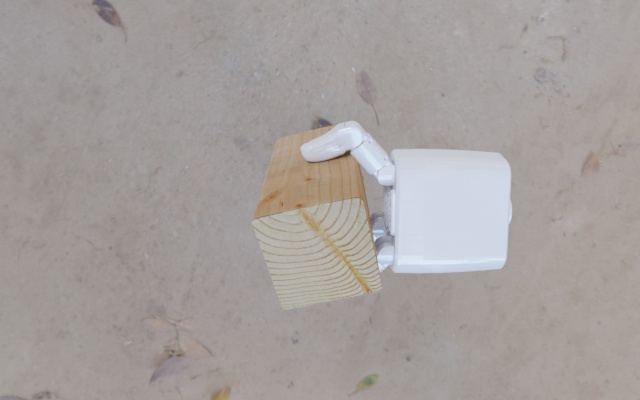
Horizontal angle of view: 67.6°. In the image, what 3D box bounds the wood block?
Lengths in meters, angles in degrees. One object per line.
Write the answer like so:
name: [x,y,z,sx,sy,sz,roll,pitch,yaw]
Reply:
wood block: [0.000,0.001,0.473,0.090,0.091,0.206,-12,24,6]
